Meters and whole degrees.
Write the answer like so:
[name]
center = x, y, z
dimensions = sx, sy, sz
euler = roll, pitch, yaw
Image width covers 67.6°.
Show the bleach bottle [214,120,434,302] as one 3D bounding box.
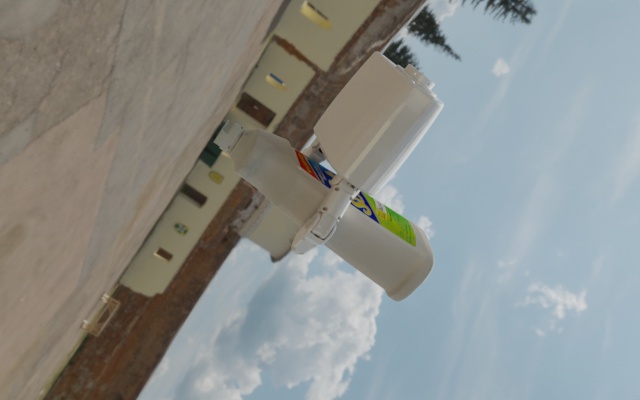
[bleach bottle]
center = 0.000, 0.002, 0.503
dimensions = 0.251, 0.068, 0.102
euler = 34, 21, -13
